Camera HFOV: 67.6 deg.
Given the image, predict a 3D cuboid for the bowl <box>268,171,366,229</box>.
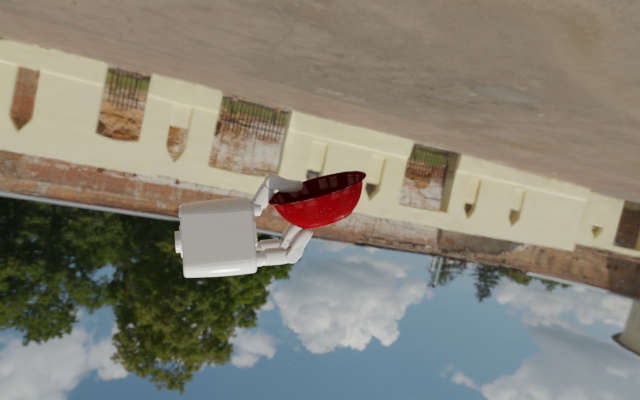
[{"bbox_3d":[0.002,0.003,0.756,0.162,0.055,0.162,-15,12,3],"label":"bowl"}]
